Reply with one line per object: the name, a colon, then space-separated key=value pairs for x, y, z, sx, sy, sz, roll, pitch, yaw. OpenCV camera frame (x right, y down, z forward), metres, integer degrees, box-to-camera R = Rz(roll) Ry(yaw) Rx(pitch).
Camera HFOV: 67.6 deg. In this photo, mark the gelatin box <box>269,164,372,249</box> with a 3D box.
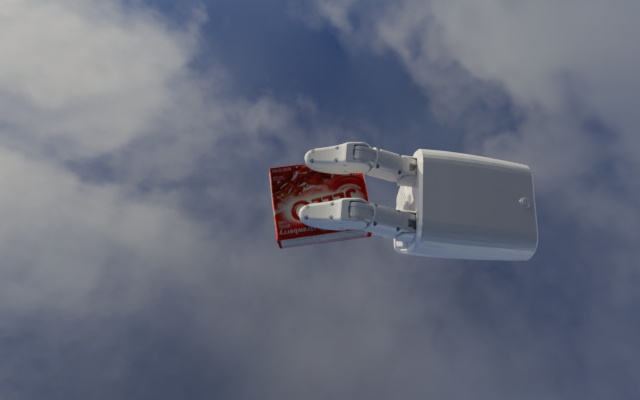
gelatin box: x=0.000 y=0.002 z=0.447 sx=0.089 sy=0.073 sz=0.030 roll=-8 pitch=-23 yaw=-3
